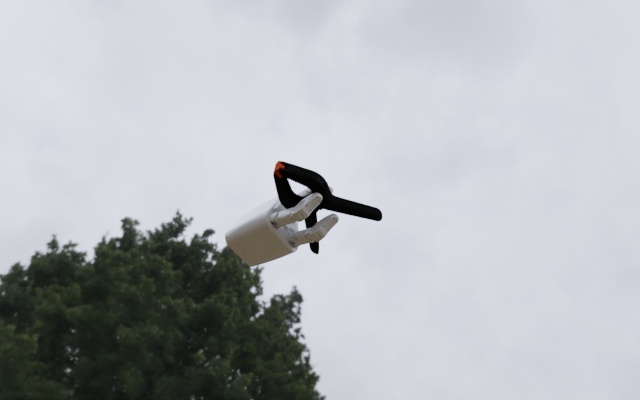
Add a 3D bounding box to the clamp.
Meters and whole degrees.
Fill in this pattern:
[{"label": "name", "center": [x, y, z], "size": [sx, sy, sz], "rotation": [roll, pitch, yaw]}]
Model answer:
[{"label": "clamp", "center": [0.000, 0.002, 0.858], "size": [0.164, 0.210, 0.036], "rotation": [-25, 33, 23]}]
